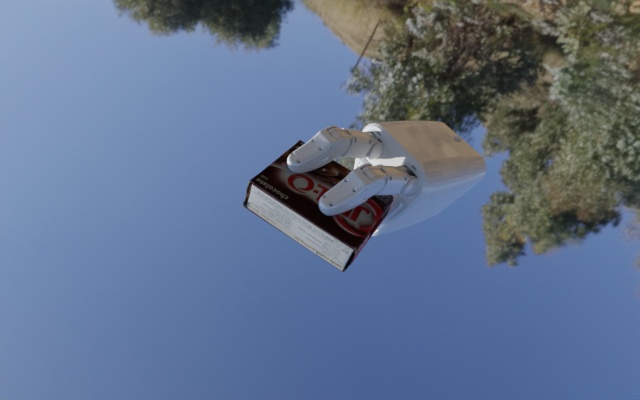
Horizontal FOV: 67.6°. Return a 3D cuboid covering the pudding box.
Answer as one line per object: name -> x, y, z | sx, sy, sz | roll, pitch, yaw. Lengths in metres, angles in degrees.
pudding box -> 0.000, 0.002, 0.442 | 0.113, 0.039, 0.090 | 30, 40, 11
